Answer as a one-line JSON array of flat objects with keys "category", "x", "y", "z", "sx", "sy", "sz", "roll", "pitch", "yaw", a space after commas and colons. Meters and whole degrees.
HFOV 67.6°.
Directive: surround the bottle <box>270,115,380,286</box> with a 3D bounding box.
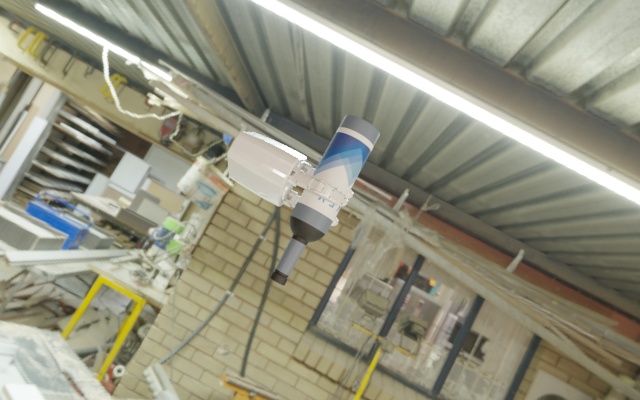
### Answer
[{"category": "bottle", "x": 0.000, "y": 0.002, "z": 0.784, "sx": 0.069, "sy": 0.295, "sz": 0.069, "roll": 28, "pitch": -7, "yaw": 4}]
